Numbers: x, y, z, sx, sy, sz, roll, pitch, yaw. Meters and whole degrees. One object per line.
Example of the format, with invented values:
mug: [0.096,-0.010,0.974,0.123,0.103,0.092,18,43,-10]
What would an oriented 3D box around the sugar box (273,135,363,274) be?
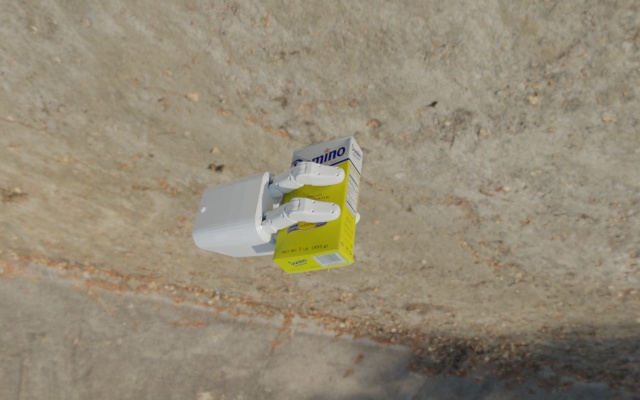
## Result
sugar box: [0.000,0.002,0.613,0.093,0.176,0.048,-12,-36,25]
